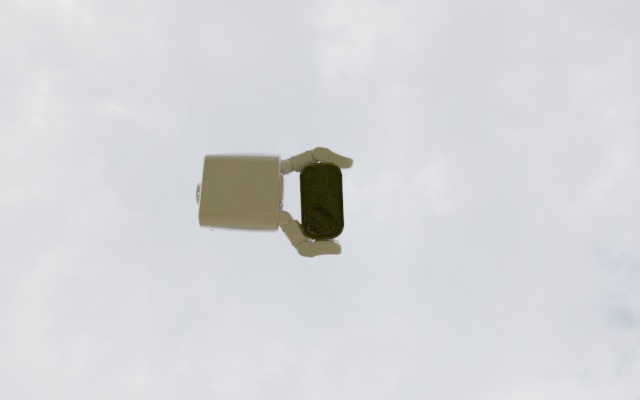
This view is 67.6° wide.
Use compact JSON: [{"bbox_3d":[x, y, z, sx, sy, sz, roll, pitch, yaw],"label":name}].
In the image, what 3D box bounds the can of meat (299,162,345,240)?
[{"bbox_3d":[0.000,0.002,0.669,0.057,0.102,0.084,-2,-2,-3],"label":"can of meat"}]
